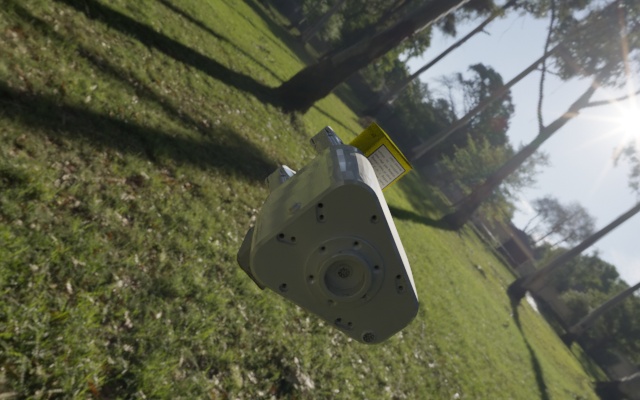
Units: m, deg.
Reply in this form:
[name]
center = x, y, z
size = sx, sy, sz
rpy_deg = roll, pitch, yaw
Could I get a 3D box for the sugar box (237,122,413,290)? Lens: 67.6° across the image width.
[sugar box]
center = 0.000, 0.001, 0.458
size = 0.176, 0.048, 0.093
rpy_deg = -38, 12, 10
